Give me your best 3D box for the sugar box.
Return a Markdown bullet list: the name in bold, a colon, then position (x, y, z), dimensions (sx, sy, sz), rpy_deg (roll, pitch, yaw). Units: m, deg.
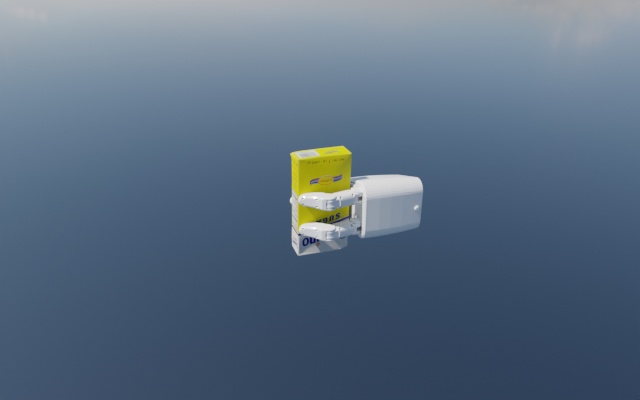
- **sugar box**: position (0.000, 0.003, 0.794), dimensions (0.093, 0.176, 0.048), rpy_deg (-8, 25, -17)
